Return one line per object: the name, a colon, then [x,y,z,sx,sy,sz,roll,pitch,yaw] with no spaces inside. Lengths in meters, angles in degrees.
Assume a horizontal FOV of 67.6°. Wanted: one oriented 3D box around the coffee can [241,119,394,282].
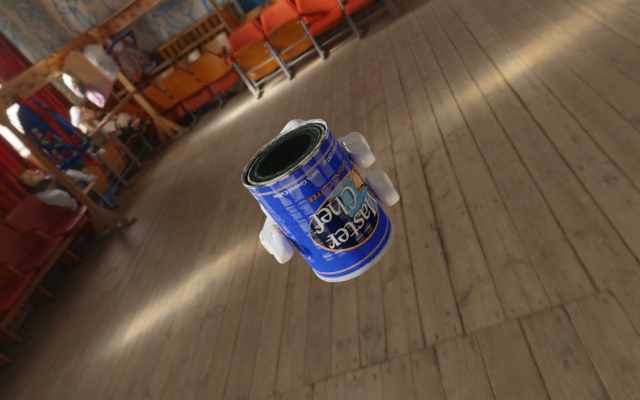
coffee can: [0.000,0.002,0.501,0.103,0.140,0.102,-27,29,17]
